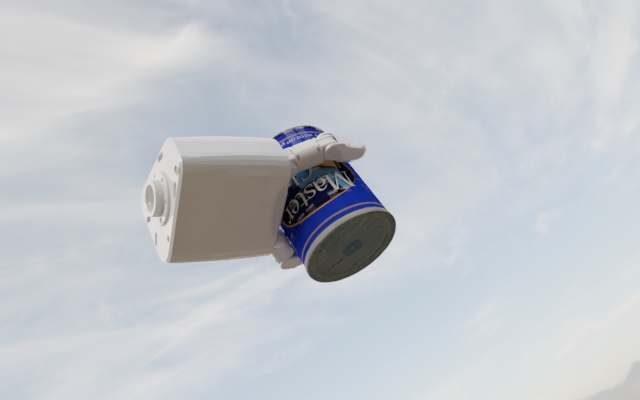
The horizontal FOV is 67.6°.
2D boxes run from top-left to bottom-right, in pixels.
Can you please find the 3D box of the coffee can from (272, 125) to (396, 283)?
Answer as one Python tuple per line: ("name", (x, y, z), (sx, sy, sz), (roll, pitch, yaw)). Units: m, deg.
("coffee can", (0.000, 0.002, 0.513), (0.103, 0.103, 0.140), (0, 42, -39))
